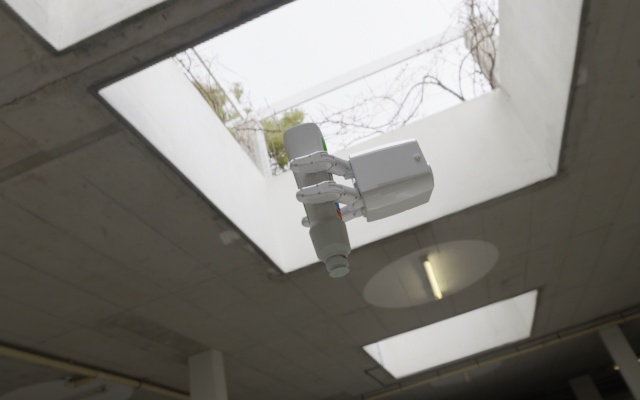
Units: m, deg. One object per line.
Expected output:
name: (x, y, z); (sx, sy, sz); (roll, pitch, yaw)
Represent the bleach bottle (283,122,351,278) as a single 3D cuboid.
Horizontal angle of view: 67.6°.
bleach bottle: (0.000, 0.002, 0.728); (0.068, 0.250, 0.103); (-17, -34, 2)
